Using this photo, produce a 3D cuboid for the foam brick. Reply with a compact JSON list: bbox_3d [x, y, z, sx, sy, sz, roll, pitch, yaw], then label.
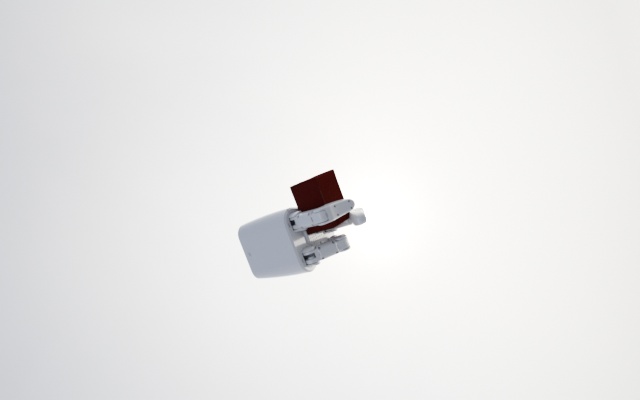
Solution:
[{"bbox_3d":[0.000,0.002,0.696,0.051,0.078,0.053,-16,7,36],"label":"foam brick"}]
